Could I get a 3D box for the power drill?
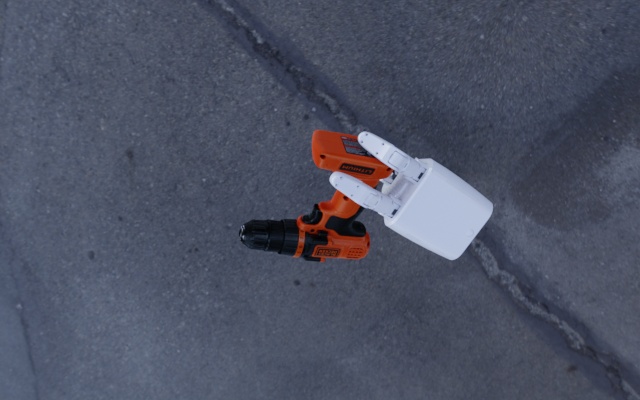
[{"bbox_3d":[0.001,0.002,0.616,0.184,0.188,0.057,6,41,-20],"label":"power drill"}]
